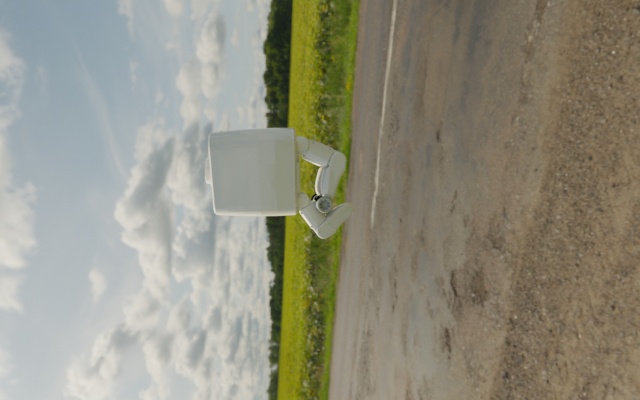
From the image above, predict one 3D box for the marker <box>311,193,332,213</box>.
[{"bbox_3d":[0.000,0.002,0.643,0.020,0.020,0.121,0,4,-5],"label":"marker"}]
